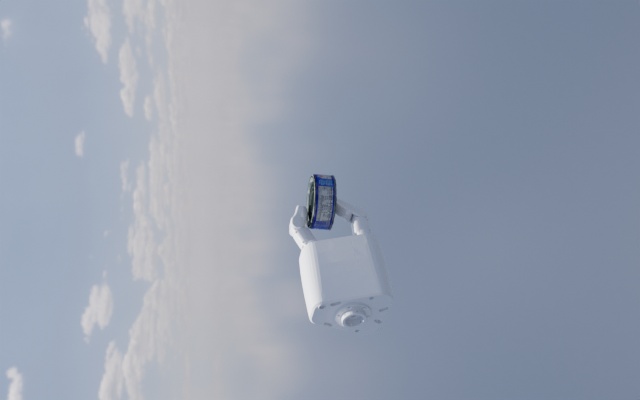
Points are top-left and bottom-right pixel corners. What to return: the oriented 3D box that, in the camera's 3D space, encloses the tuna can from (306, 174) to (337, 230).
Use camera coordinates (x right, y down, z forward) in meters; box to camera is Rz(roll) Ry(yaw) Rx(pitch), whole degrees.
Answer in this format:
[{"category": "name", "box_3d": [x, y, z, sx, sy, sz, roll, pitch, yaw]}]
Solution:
[{"category": "tuna can", "box_3d": [0.000, 0.002, 0.735, 0.034, 0.086, 0.086, 4, -1, -10]}]
